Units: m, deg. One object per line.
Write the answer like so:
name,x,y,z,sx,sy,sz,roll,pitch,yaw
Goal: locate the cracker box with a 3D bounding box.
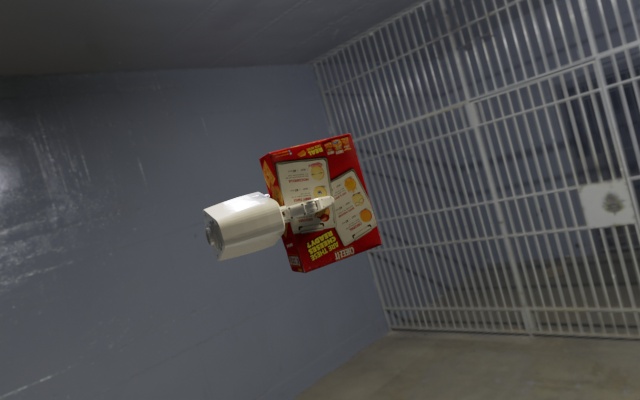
cracker box,0.000,0.003,0.862,0.164,0.213,0.072,-17,2,-24
